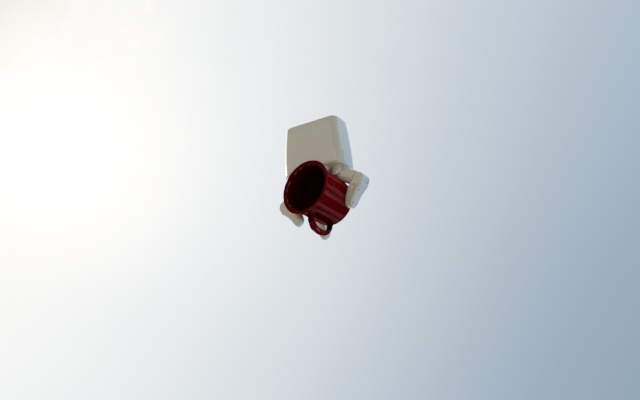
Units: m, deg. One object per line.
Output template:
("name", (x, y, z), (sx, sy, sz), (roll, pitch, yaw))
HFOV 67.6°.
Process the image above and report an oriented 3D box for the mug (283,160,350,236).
("mug", (0.000, 0.004, 0.780), (0.093, 0.117, 0.081), (-25, -36, 30))
